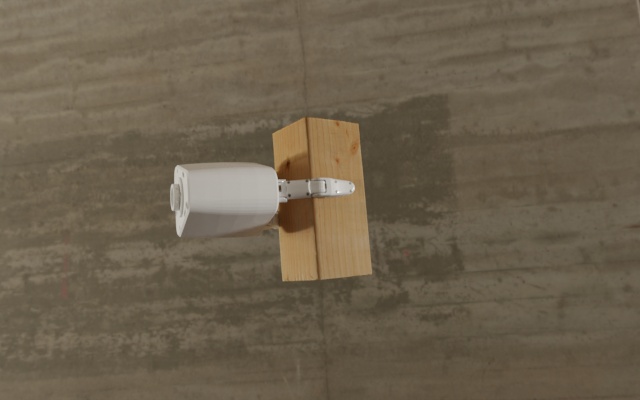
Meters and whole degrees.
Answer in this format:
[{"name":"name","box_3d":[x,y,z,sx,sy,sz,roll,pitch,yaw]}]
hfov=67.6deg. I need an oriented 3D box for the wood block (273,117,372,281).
[{"name":"wood block","box_3d":[0.000,0.002,0.648,0.090,0.206,0.091,1,-9,-36]}]
